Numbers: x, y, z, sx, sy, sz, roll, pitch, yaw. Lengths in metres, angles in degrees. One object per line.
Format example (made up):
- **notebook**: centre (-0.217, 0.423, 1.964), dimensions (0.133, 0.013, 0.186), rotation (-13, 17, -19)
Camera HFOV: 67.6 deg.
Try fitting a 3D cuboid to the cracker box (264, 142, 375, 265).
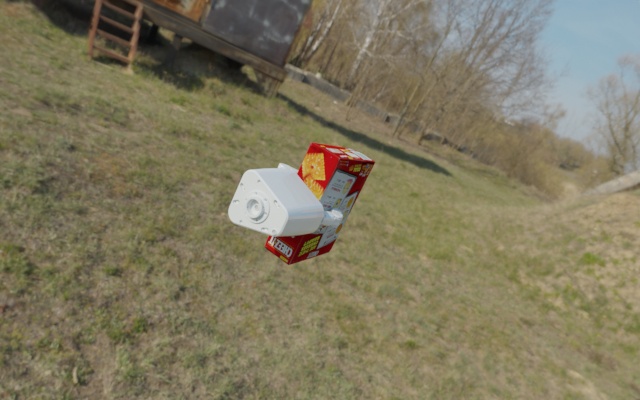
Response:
- **cracker box**: centre (0.000, 0.003, 0.894), dimensions (0.072, 0.214, 0.164), rotation (33, 17, 23)
